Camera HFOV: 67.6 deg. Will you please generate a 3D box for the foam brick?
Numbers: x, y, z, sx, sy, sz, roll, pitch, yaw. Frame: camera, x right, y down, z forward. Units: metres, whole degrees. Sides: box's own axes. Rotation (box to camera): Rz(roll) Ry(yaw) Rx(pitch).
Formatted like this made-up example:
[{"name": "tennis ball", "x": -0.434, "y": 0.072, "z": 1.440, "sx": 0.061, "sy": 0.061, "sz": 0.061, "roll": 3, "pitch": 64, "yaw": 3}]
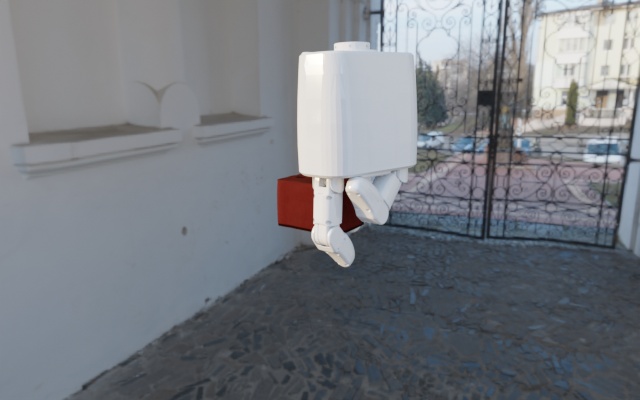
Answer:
[{"name": "foam brick", "x": 0.000, "y": 0.002, "z": 0.495, "sx": 0.078, "sy": 0.051, "sz": 0.053, "roll": 8, "pitch": 17, "yaw": 37}]
